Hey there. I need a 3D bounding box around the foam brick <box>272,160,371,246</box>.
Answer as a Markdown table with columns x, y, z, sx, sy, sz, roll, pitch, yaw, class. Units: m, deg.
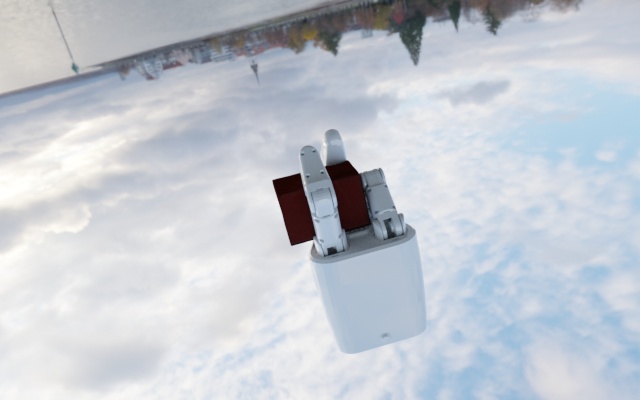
| x | y | z | sx | sy | sz | roll | pitch | yaw | class |
| --- | --- | --- | --- | --- | --- | --- | --- | --- | --- |
| 0.000 | 0.001 | 0.443 | 0.078 | 0.051 | 0.053 | -15 | 21 | -4 | foam brick |
